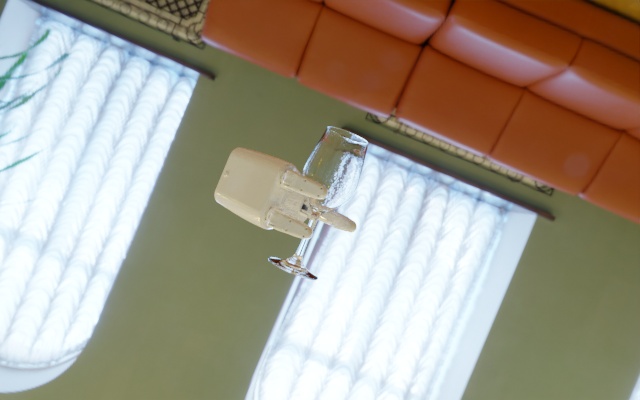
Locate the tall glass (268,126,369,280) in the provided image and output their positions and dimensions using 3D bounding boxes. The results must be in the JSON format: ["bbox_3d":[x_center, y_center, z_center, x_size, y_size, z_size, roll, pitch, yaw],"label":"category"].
[{"bbox_3d":[0.000,0.003,0.656,0.079,0.201,0.079,23,0,0],"label":"tall glass"}]
